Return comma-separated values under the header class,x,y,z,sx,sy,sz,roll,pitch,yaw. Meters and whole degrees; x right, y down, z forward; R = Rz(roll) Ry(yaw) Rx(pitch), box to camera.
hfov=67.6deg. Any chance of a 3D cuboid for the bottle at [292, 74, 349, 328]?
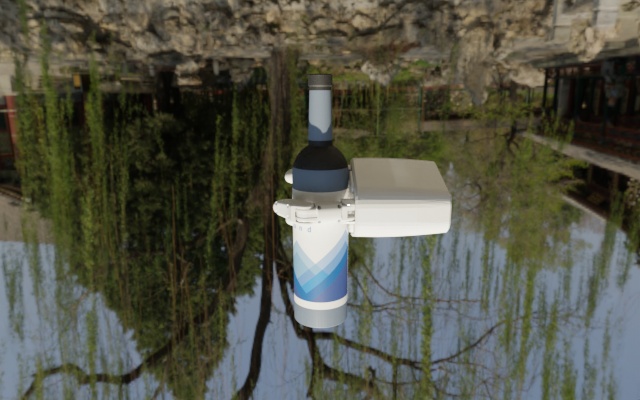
class,x,y,z,sx,sy,sz,roll,pitch,yaw
bottle,0.000,0.002,0.568,0.069,0.296,0.069,0,13,0
